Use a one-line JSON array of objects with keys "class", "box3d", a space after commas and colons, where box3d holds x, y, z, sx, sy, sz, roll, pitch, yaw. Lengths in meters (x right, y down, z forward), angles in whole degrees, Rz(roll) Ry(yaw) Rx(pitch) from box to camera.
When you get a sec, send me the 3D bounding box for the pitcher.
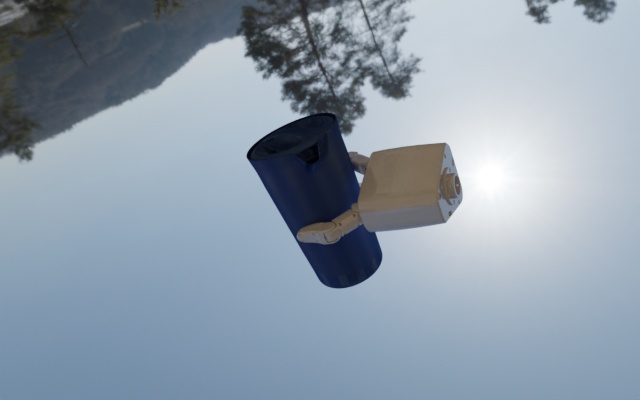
[{"class": "pitcher", "box3d": [0.000, 0.002, 0.703, 0.145, 0.243, 0.149, -8, 30, 31]}]
